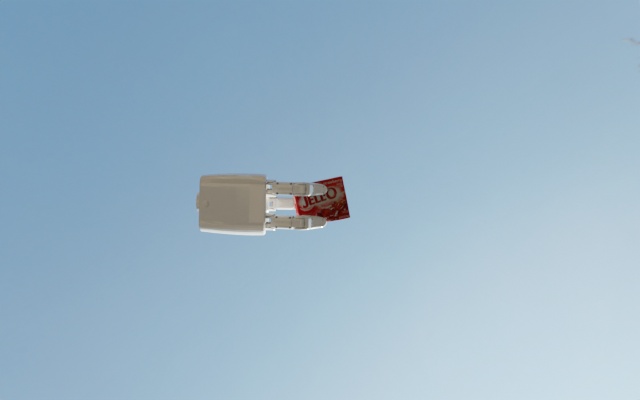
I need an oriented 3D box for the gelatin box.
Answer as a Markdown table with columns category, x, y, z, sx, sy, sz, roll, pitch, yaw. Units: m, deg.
| category | x | y | z | sx | sy | sz | roll | pitch | yaw |
| --- | --- | --- | --- | --- | --- | --- | --- | --- | --- |
| gelatin box | 0.000 | 0.003 | 0.814 | 0.089 | 0.073 | 0.030 | -12 | 3 | -10 |
